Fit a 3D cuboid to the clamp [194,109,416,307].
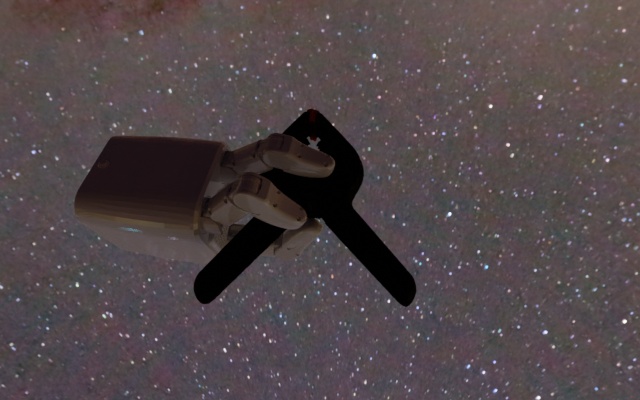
[{"bbox_3d":[0.000,0.001,0.409,0.164,0.209,0.036,6,-39,6],"label":"clamp"}]
